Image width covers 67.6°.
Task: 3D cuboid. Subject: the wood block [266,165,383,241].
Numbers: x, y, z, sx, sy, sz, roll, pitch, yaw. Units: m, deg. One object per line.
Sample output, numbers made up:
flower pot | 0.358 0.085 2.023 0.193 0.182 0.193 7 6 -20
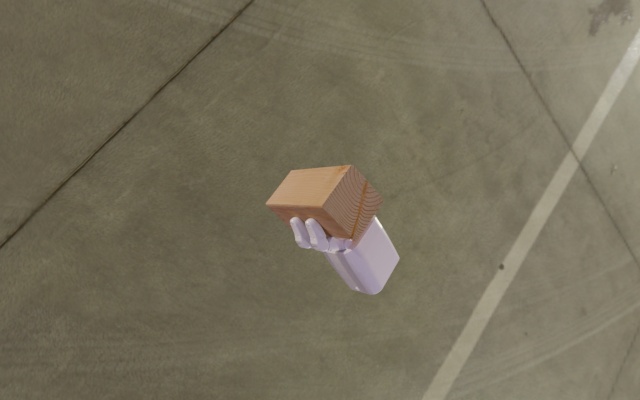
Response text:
wood block | 0.001 0.003 0.848 0.090 0.090 0.206 46 -22 -24
